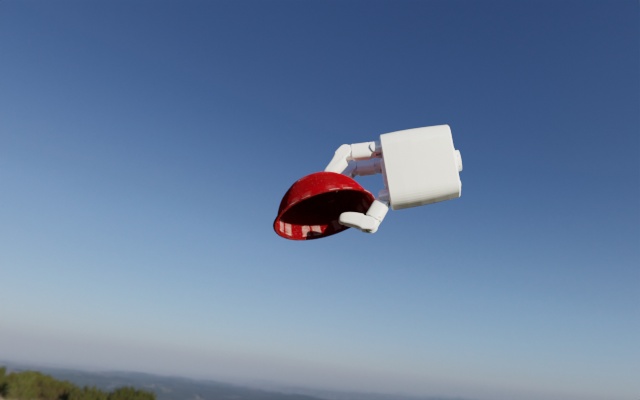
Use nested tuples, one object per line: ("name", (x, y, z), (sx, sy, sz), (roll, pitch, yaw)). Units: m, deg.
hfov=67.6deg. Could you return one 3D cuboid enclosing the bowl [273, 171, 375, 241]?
("bowl", (-0.001, 0.002, 0.741), (0.162, 0.055, 0.162), (-14, -27, -7))
